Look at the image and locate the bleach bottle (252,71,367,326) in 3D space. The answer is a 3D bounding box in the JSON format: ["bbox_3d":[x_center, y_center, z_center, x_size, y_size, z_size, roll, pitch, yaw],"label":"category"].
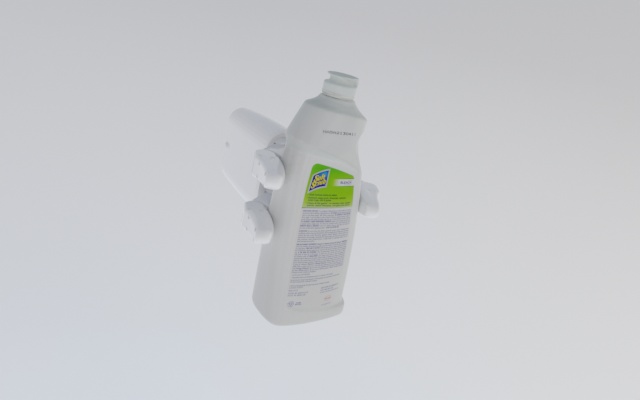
[{"bbox_3d":[0.000,0.002,0.475,0.102,0.251,0.068,-3,27,-36],"label":"bleach bottle"}]
